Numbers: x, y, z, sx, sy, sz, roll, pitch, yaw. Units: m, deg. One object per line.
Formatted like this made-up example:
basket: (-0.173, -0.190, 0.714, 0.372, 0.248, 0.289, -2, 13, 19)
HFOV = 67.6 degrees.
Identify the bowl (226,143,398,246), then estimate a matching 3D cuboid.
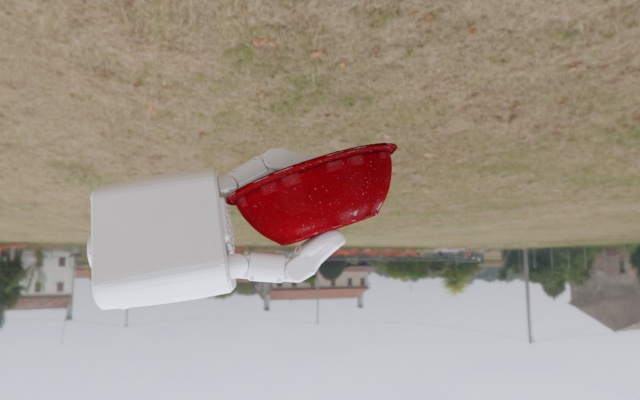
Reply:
bowl: (0.001, 0.001, 0.433, 0.162, 0.055, 0.162, -18, -5, -2)
